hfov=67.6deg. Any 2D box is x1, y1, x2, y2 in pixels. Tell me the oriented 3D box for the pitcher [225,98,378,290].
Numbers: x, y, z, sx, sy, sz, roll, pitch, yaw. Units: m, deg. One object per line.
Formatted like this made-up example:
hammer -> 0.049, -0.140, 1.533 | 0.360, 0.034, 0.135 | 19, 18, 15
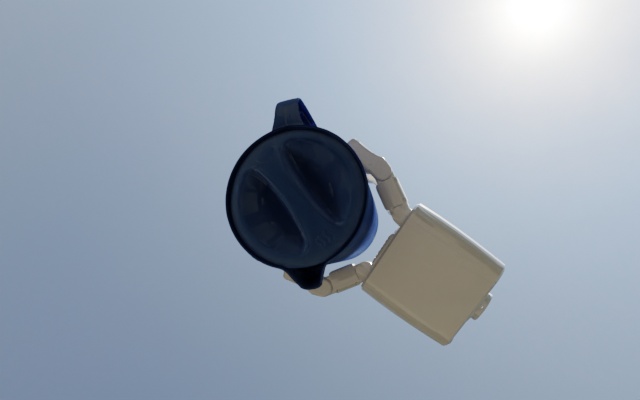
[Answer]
pitcher -> 0.000, 0.002, 0.538 | 0.145, 0.149, 0.243 | 35, 0, 14
